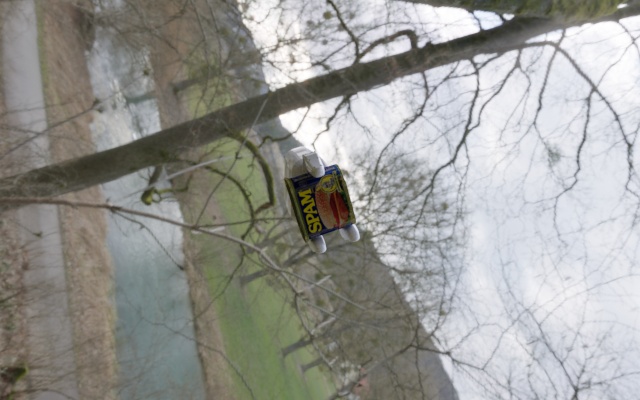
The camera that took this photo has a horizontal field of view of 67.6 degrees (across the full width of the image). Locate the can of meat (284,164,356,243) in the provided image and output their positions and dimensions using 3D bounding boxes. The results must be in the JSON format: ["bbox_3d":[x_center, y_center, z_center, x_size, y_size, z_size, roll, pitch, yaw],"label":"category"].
[{"bbox_3d":[0.000,0.002,0.730,0.084,0.102,0.057,-18,17,-8],"label":"can of meat"}]
